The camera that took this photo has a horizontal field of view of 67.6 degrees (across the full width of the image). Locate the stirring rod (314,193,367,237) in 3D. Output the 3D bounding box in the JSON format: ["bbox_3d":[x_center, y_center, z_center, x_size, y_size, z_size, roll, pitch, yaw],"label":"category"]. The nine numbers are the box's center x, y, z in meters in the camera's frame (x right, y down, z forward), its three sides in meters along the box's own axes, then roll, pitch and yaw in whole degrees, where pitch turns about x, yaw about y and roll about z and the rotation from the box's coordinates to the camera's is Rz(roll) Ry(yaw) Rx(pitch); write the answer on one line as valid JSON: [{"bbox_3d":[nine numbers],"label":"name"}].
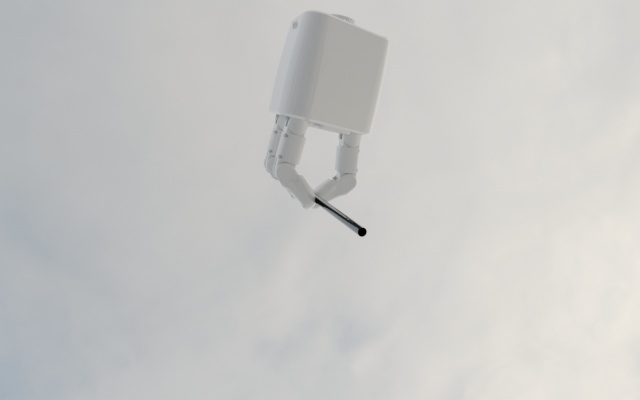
[{"bbox_3d":[0.000,0.002,0.497,0.011,0.011,0.239,0,11,-17],"label":"stirring rod"}]
